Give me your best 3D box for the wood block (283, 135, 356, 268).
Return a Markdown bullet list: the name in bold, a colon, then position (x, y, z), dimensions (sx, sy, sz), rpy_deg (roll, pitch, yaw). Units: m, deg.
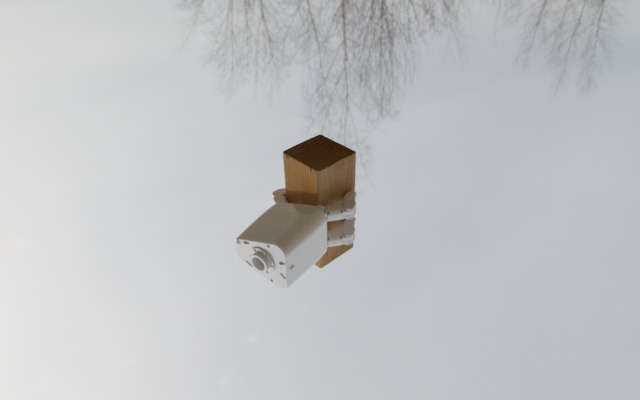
- **wood block**: position (0.000, 0.003, 0.841), dimensions (0.090, 0.206, 0.090), rpy_deg (-30, 45, -34)
